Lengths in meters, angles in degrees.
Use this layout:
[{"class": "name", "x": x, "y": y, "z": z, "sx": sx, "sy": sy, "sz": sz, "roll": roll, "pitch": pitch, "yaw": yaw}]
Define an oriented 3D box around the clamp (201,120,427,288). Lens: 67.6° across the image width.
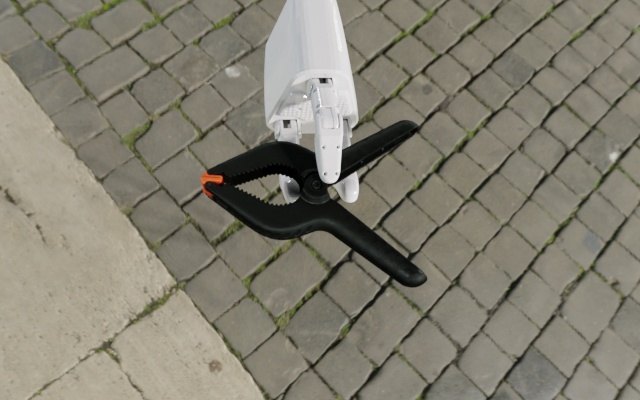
[{"class": "clamp", "x": 0.000, "y": 0.001, "z": 0.431, "sx": 0.210, "sy": 0.164, "sz": 0.036, "roll": -2, "pitch": -22, "yaw": -9}]
